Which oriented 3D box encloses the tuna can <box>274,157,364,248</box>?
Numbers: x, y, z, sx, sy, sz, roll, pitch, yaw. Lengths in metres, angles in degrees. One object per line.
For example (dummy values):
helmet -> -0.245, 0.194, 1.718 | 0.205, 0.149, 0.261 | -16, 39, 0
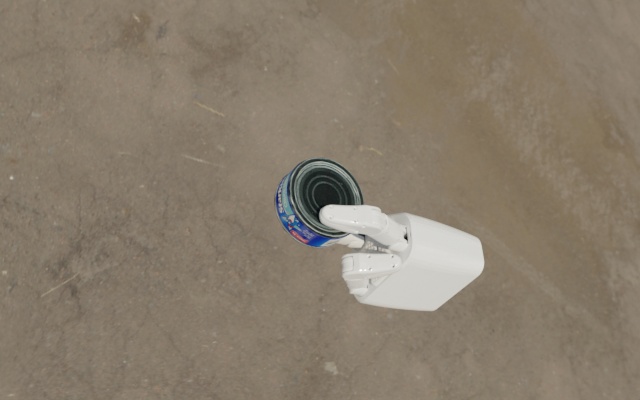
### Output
tuna can -> 0.000, 0.001, 0.471 | 0.086, 0.086, 0.034 | 0, -21, -31
